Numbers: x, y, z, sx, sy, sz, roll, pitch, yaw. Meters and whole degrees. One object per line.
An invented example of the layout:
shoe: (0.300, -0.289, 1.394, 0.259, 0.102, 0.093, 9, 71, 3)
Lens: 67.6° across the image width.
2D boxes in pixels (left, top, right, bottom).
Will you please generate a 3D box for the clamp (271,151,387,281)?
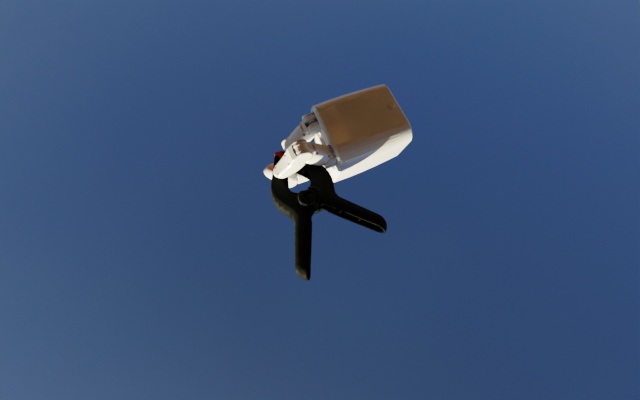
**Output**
clamp: (0.000, 0.002, 0.589, 0.120, 0.171, 0.039, -21, -25, -9)
